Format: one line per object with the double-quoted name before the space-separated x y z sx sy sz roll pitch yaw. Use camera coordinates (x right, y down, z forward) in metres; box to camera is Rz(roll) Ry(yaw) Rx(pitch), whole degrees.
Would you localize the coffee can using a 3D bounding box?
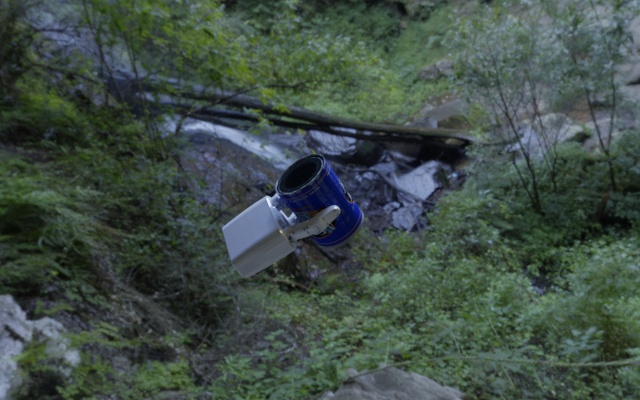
"coffee can" 0.000 0.003 0.851 0.103 0.102 0.140 0 -44 46
